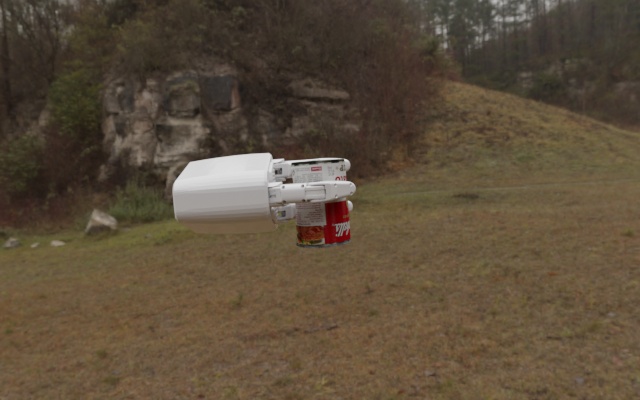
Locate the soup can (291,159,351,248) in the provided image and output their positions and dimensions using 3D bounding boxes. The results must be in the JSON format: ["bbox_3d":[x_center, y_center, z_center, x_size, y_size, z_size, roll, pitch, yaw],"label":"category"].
[{"bbox_3d":[0.001,0.002,0.585,0.068,0.102,0.068,-4,4,0],"label":"soup can"}]
